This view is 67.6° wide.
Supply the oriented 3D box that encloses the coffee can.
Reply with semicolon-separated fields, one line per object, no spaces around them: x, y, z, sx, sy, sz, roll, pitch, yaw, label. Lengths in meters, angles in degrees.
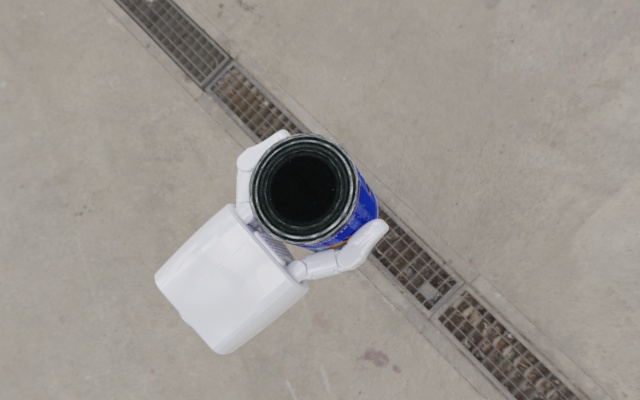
0.000;0.002;0.490;0.103;0.102;0.140;0;-11;14;coffee can
